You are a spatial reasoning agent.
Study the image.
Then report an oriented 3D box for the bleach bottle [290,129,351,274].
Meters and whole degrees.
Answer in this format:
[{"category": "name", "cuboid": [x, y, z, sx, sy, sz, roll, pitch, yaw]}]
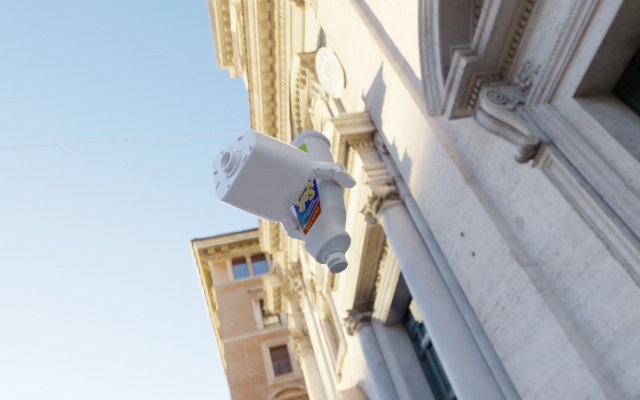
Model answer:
[{"category": "bleach bottle", "cuboid": [0.000, 0.003, 0.771, 0.068, 0.250, 0.102, 22, -55, -38]}]
